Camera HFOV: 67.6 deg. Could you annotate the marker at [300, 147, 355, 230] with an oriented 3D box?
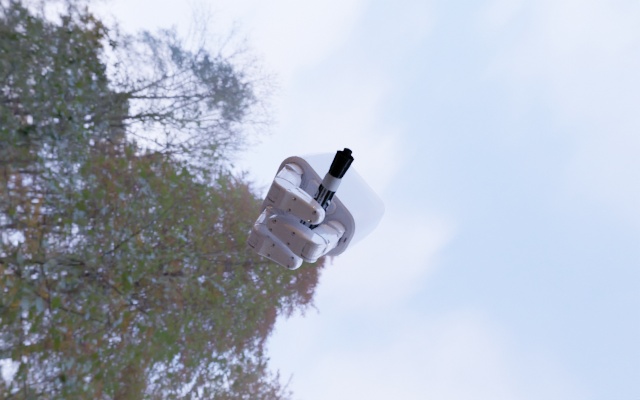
[{"bbox_3d":[0.000,0.002,0.469,0.020,0.121,0.020,23,23,-11],"label":"marker"}]
